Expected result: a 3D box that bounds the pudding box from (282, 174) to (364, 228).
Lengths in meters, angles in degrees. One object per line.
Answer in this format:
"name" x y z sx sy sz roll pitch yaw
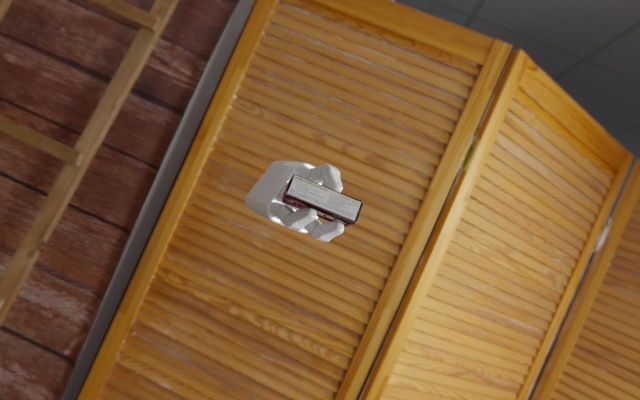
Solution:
"pudding box" 0.000 0.002 0.721 0.113 0.039 0.090 20 -8 -5
